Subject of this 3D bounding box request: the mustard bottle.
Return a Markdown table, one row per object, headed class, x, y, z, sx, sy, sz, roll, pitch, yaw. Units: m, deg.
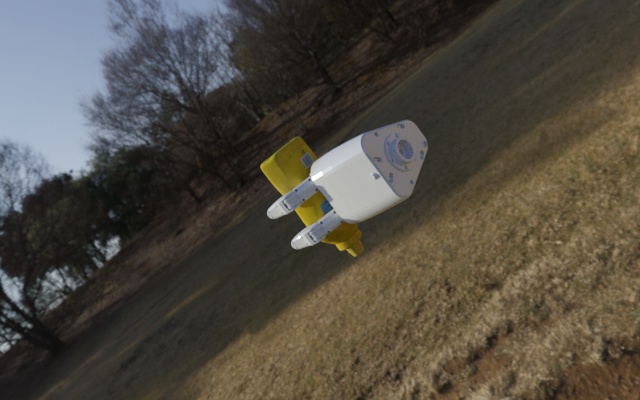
| class | x | y | z | sx | sy | sz | roll | pitch | yaw |
| --- | --- | --- | --- | --- | --- | --- | --- | --- | --- |
| mustard bottle | 0.000 | 0.002 | 0.691 | 0.058 | 0.191 | 0.096 | -34 | 9 | 28 |
